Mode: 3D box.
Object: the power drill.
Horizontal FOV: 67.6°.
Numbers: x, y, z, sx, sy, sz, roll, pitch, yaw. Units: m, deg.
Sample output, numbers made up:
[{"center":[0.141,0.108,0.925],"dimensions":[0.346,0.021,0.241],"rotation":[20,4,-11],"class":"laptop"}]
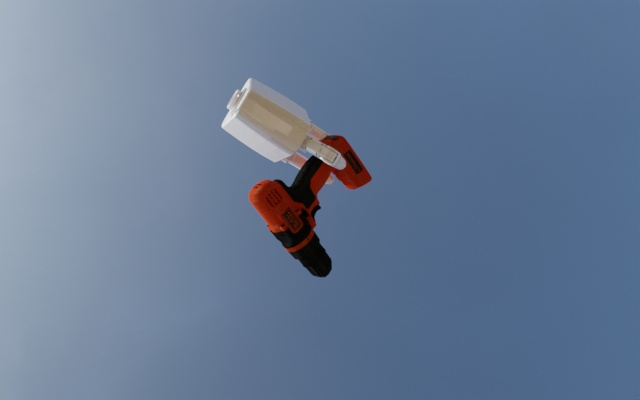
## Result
[{"center":[0.000,0.002,0.753],"dimensions":[0.057,0.184,0.187],"rotation":[-1,41,53],"class":"power drill"}]
